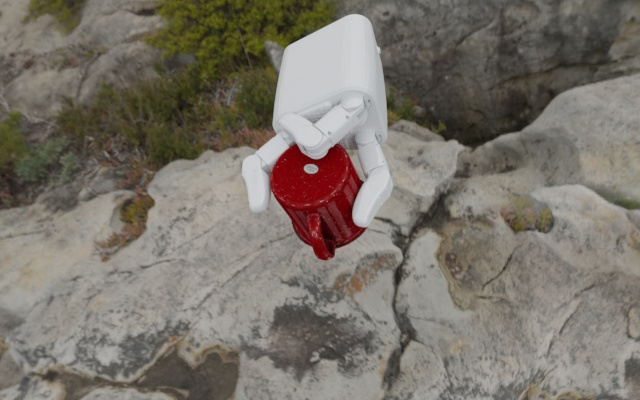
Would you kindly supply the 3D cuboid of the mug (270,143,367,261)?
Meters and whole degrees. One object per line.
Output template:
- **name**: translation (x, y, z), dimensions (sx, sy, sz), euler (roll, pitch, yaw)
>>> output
- **mug**: translation (0.000, 0.003, 0.474), dimensions (0.093, 0.117, 0.081), euler (-7, -31, 16)
